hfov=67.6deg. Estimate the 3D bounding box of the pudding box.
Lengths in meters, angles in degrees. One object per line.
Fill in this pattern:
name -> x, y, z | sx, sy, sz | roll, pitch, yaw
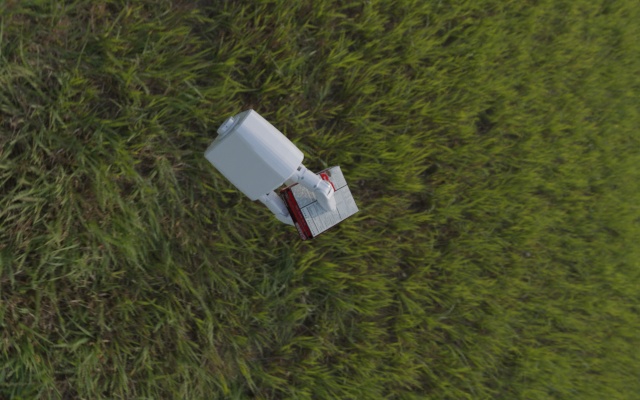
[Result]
pudding box -> 0.000, 0.002, 0.774 | 0.113, 0.090, 0.039 | -27, 6, -34
